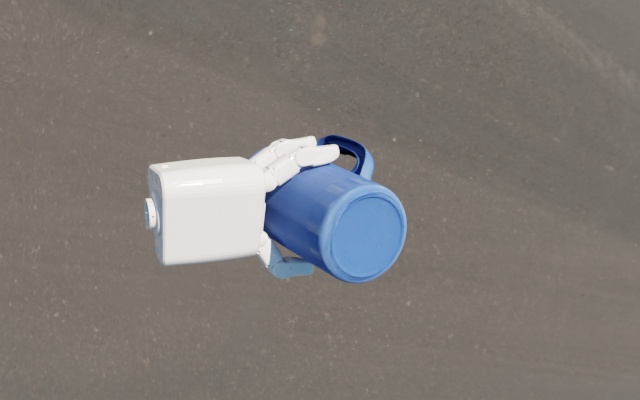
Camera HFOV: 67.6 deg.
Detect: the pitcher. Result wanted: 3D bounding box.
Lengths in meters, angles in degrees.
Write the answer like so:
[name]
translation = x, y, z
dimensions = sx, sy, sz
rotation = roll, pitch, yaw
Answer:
[pitcher]
translation = 0.000, 0.002, 0.591
dimensions = 0.145, 0.149, 0.242
rotation = -5, 15, -27
